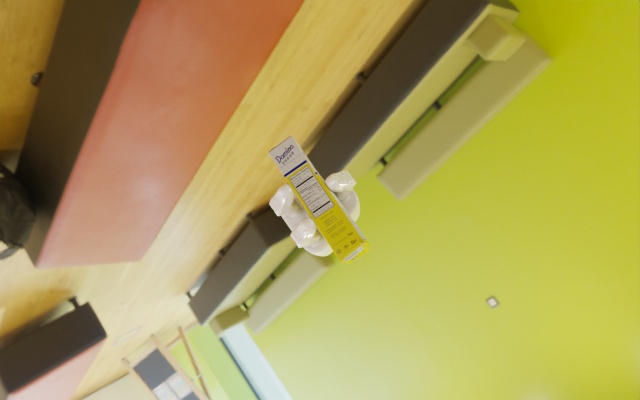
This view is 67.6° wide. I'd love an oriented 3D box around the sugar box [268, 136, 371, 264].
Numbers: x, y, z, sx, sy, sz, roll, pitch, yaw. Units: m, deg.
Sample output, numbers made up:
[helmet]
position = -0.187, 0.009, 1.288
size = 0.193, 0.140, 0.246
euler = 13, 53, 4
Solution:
[sugar box]
position = 0.000, 0.003, 0.656
size = 0.048, 0.176, 0.093
euler = -37, -14, 2
